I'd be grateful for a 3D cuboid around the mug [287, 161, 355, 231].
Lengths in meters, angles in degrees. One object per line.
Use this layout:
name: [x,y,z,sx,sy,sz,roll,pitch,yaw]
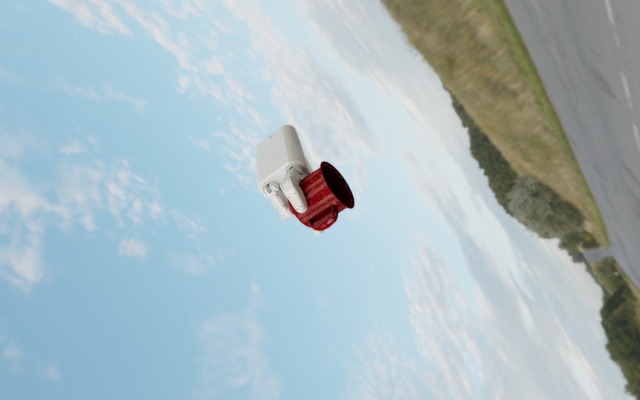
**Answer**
mug: [0.000,0.004,0.794,0.081,0.117,0.093,-33,-46,22]
